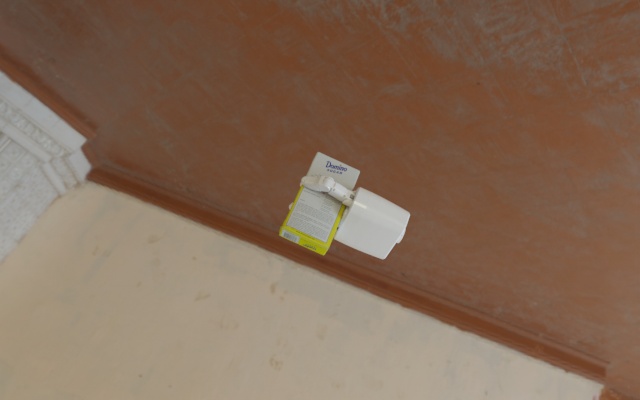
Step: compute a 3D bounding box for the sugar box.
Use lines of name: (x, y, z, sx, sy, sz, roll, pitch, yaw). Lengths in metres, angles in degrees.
sugar box: (0.000, 0.003, 0.888, 0.093, 0.176, 0.048, 25, -30, -1)
